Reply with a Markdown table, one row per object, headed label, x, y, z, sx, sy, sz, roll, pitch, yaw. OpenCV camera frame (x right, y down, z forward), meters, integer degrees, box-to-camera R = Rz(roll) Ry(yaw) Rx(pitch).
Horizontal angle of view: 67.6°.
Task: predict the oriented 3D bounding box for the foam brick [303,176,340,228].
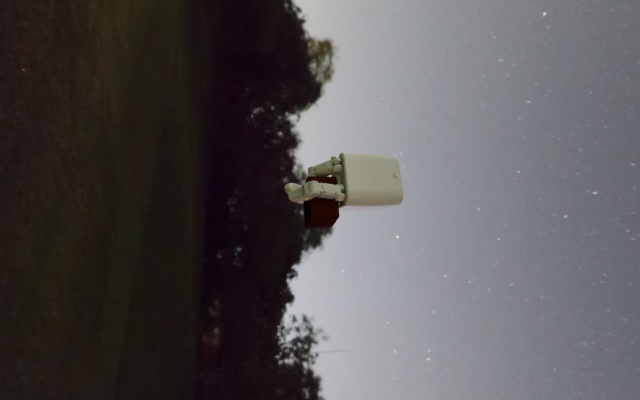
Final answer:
| label | x | y | z | sx | sy | sz | roll | pitch | yaw |
| --- | --- | --- | --- | --- | --- | --- | --- | --- | --- |
| foam brick | 0.000 | 0.003 | 0.833 | 0.051 | 0.078 | 0.053 | 2 | -24 | -14 |
